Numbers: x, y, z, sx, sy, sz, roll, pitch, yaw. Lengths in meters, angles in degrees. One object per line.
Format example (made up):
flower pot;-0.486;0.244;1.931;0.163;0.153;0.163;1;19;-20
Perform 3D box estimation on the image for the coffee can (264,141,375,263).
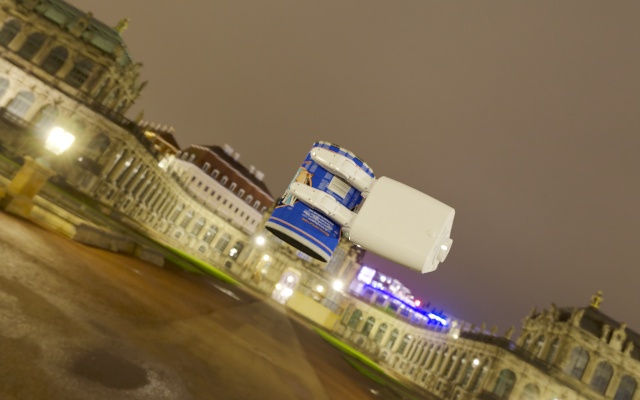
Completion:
coffee can;0.000;0.002;0.676;0.103;0.140;0.103;29;-12;7
